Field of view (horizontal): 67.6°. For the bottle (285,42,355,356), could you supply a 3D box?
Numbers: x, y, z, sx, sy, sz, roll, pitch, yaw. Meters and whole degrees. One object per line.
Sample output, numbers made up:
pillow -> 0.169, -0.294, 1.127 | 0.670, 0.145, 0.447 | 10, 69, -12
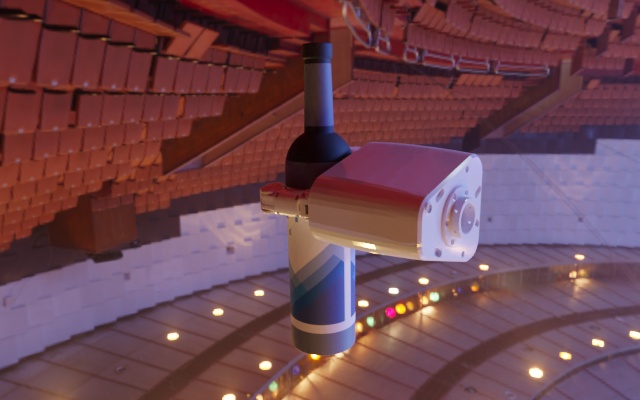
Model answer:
bottle -> 0.000, 0.002, 0.465 | 0.069, 0.296, 0.069 | -1, 13, 0
